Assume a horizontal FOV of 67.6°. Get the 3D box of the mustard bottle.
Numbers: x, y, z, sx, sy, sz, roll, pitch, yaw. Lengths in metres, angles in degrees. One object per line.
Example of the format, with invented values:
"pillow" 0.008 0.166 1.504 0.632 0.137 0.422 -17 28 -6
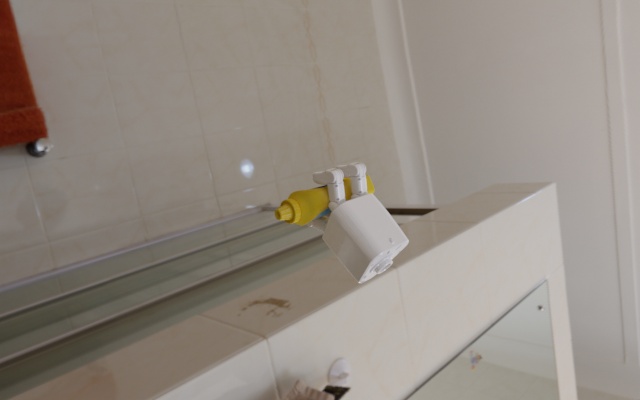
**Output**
"mustard bottle" 0.000 0.002 0.830 0.191 0.058 0.096 -18 -5 -41
